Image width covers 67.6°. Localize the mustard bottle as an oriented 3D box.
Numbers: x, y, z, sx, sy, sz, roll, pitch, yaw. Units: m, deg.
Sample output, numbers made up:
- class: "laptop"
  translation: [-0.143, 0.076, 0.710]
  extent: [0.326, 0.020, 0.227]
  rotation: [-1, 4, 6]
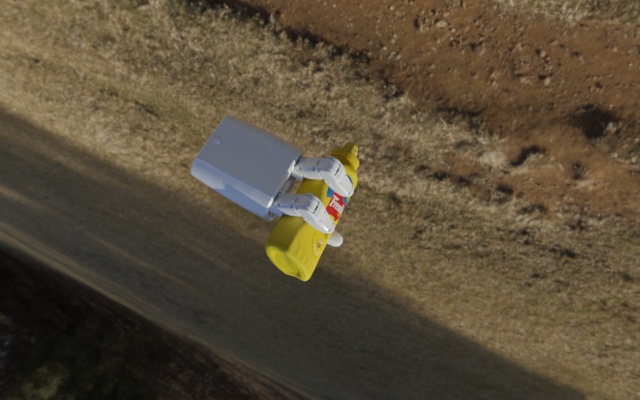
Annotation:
- class: "mustard bottle"
  translation: [0.000, 0.002, 0.618]
  extent: [0.058, 0.191, 0.096]
  rotation: [17, -25, 25]
